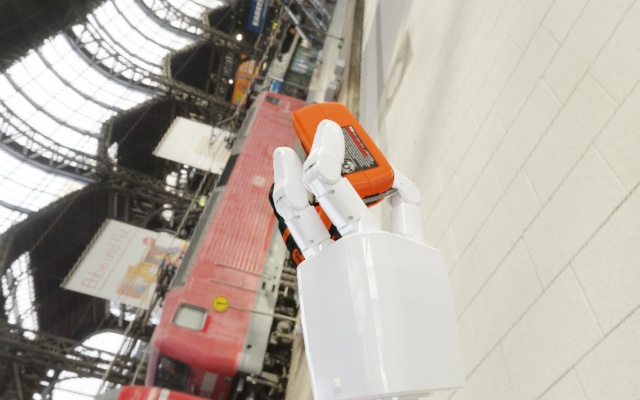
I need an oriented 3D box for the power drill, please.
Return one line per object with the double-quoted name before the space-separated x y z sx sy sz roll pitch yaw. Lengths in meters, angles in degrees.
"power drill" 0.000 0.001 0.462 0.057 0.184 0.188 -18 -35 -22
